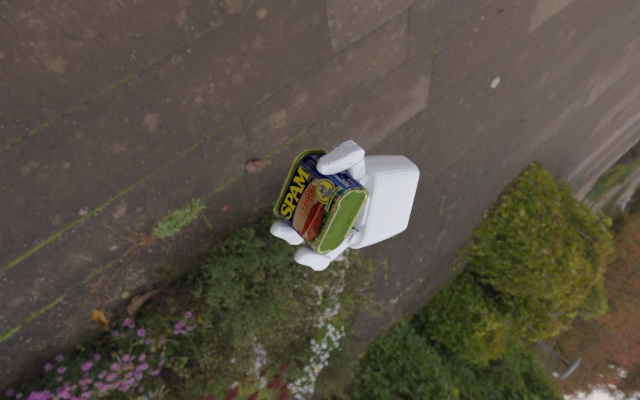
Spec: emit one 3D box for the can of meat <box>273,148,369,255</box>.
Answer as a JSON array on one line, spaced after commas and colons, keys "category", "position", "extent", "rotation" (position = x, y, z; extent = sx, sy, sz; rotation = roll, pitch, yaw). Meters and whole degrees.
[{"category": "can of meat", "position": [0.000, 0.002, 0.575], "extent": [0.057, 0.102, 0.084], "rotation": [-9, 43, -47]}]
